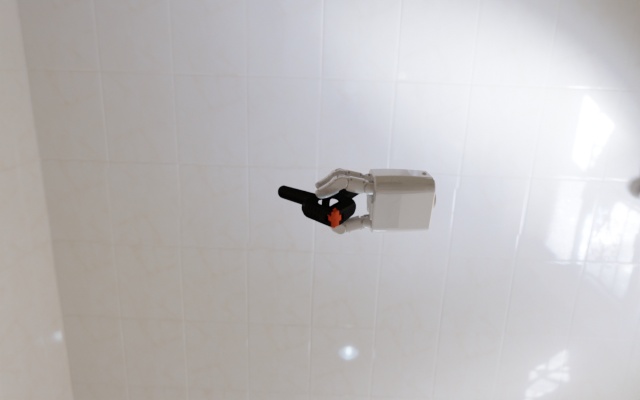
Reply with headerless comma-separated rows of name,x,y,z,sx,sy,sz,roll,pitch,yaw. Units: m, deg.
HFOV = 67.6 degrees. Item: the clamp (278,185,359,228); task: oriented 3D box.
clamp,0.000,0.004,0.859,0.164,0.036,0.210,-2,16,0
